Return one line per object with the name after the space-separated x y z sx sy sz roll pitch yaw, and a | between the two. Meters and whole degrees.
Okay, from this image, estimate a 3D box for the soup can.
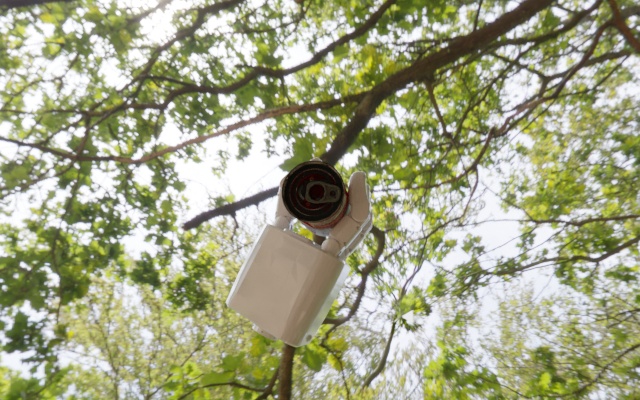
0.000 0.001 0.549 0.068 0.068 0.102 0 -13 10 | soup can
